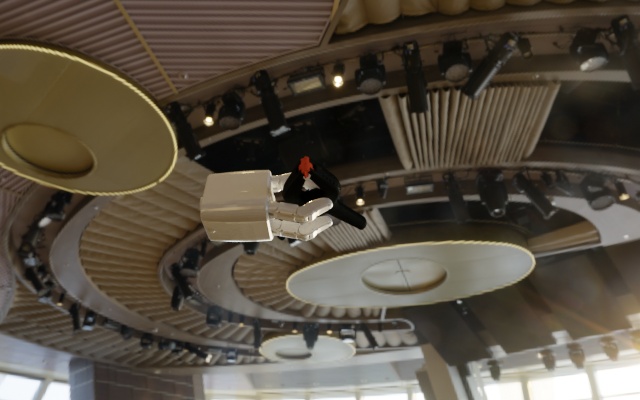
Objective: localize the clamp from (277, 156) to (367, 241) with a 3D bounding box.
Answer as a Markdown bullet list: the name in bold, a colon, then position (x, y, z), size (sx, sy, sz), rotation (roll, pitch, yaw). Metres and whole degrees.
- **clamp**: position (0.000, 0.002, 0.794), size (0.164, 0.036, 0.210), rotation (-5, -34, -2)
